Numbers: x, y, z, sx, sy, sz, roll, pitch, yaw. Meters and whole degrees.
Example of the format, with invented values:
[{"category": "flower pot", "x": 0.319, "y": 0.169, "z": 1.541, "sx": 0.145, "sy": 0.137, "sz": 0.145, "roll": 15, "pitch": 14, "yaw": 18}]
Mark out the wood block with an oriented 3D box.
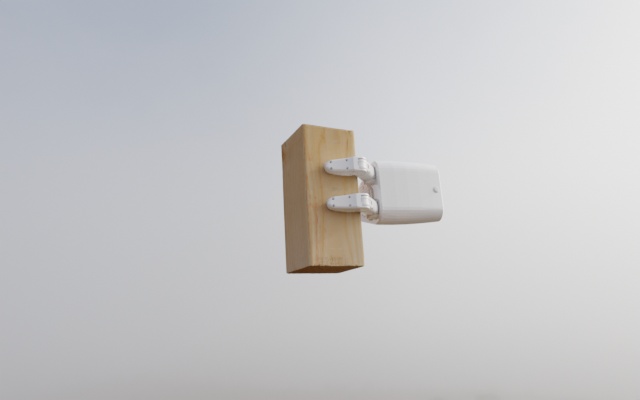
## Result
[{"category": "wood block", "x": 0.000, "y": 0.002, "z": 0.720, "sx": 0.090, "sy": 0.206, "sz": 0.091, "roll": 4, "pitch": -17, "yaw": -25}]
